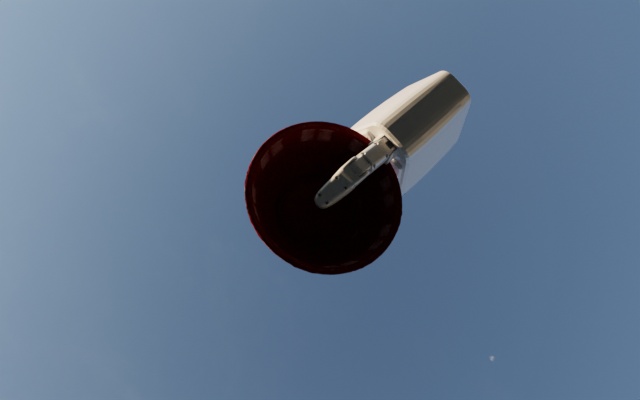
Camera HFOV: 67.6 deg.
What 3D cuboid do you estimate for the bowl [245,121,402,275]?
[{"bbox_3d":[-0.001,0.002,0.497,0.162,0.162,0.055,0,-19,-15],"label":"bowl"}]
